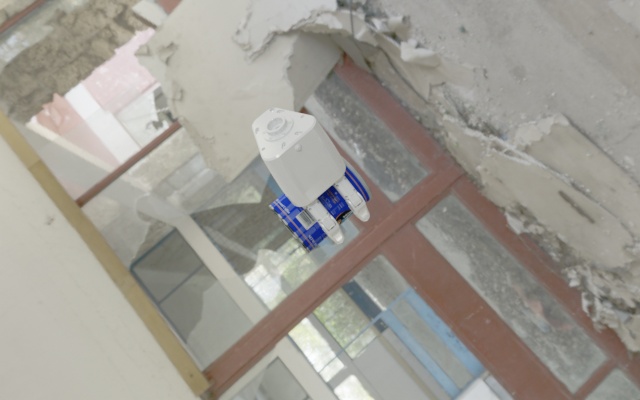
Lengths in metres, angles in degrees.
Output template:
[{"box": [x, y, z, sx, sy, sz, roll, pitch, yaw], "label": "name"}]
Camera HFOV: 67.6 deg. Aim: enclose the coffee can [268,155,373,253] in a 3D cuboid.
[{"box": [0.000, 0.003, 0.787, 0.140, 0.103, 0.103, -41, 5, -6], "label": "coffee can"}]
